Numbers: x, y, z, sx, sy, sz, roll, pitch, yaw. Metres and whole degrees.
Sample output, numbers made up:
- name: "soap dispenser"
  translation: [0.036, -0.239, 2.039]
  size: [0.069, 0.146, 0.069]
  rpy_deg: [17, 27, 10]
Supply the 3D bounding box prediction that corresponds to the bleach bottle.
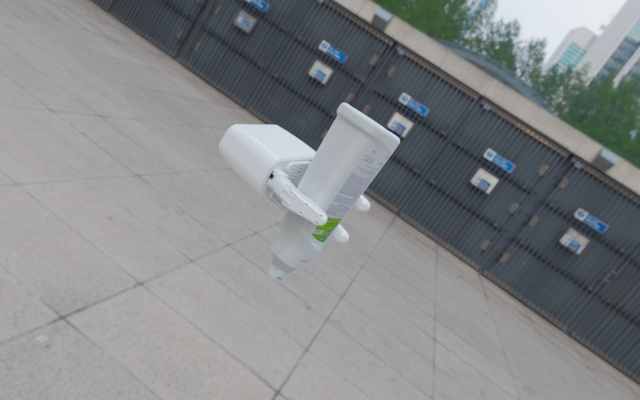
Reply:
- name: "bleach bottle"
  translation: [0.000, 0.002, 0.631]
  size: [0.068, 0.251, 0.102]
  rpy_deg: [41, 14, 30]
